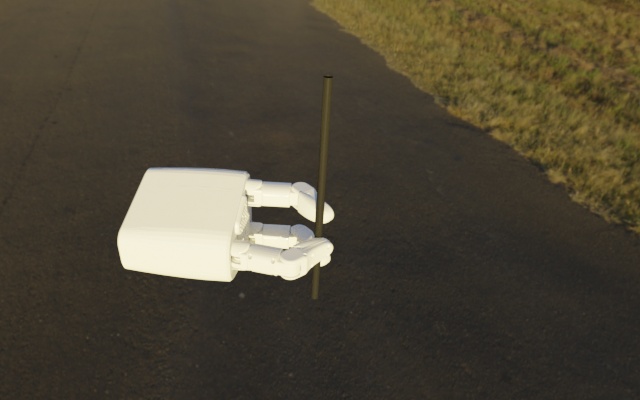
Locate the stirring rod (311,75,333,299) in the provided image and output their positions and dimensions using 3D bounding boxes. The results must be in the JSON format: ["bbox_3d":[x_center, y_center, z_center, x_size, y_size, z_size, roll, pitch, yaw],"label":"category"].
[{"bbox_3d":[0.000,0.002,0.451,0.011,0.240,0.011,3,32,-2],"label":"stirring rod"}]
